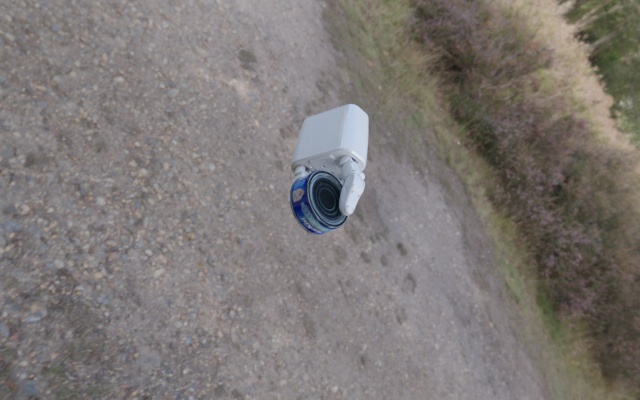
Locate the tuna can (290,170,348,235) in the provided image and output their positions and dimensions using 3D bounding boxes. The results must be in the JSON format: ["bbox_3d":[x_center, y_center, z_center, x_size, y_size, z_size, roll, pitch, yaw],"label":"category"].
[{"bbox_3d":[0.001,0.002,0.656,0.034,0.086,0.086,-22,-15,39],"label":"tuna can"}]
